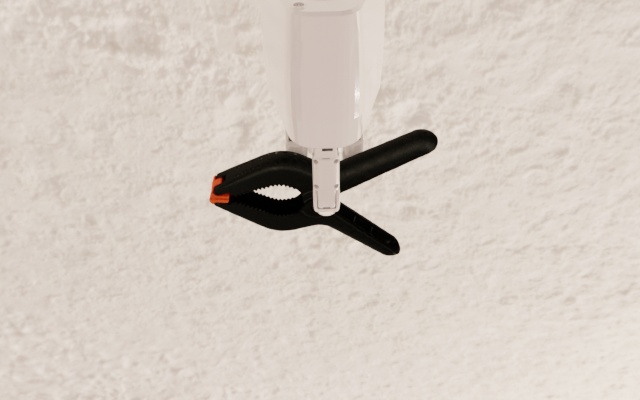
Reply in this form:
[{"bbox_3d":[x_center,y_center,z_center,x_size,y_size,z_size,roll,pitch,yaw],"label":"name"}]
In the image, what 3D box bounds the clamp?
[{"bbox_3d":[0.000,0.002,0.473,0.210,0.165,0.036,-2,44,-1],"label":"clamp"}]
